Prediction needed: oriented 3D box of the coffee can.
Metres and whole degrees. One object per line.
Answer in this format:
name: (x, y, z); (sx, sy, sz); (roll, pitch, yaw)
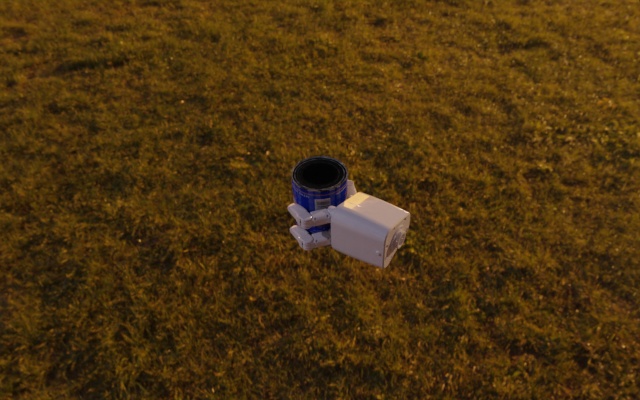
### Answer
coffee can: (0.000, 0.003, 0.896); (0.103, 0.140, 0.102); (-1, 41, 1)
